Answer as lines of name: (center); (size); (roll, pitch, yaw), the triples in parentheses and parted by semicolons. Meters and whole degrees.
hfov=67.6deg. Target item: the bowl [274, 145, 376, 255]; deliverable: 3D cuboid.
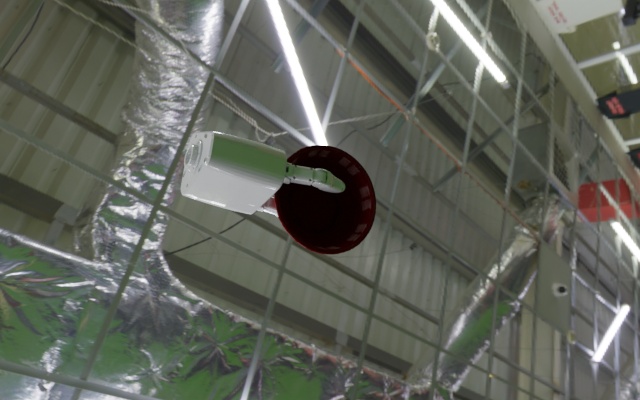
bowl: (0.001, 0.003, 0.708); (0.162, 0.162, 0.055); (0, -12, -24)
